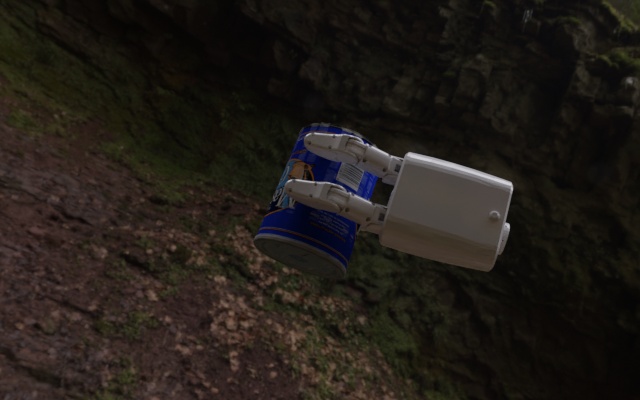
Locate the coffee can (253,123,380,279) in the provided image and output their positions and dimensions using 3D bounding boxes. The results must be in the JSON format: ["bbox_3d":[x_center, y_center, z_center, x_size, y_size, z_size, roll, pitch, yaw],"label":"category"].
[{"bbox_3d":[0.000,0.002,0.525,0.103,0.140,0.103,18,-20,7],"label":"coffee can"}]
